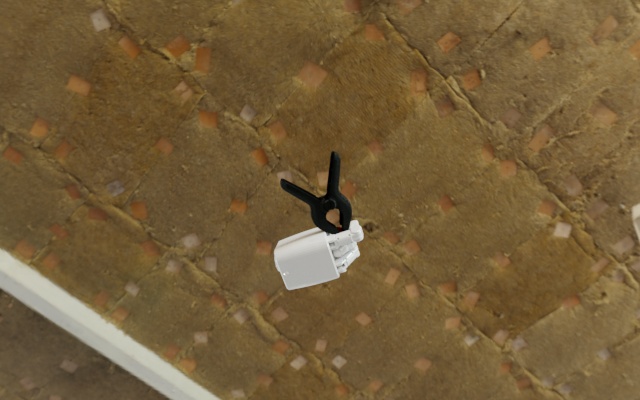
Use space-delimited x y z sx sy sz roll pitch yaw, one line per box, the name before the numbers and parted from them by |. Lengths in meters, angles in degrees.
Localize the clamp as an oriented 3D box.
clamp | 0.000 0.003 0.898 0.120 0.171 0.039 -18 21 1
